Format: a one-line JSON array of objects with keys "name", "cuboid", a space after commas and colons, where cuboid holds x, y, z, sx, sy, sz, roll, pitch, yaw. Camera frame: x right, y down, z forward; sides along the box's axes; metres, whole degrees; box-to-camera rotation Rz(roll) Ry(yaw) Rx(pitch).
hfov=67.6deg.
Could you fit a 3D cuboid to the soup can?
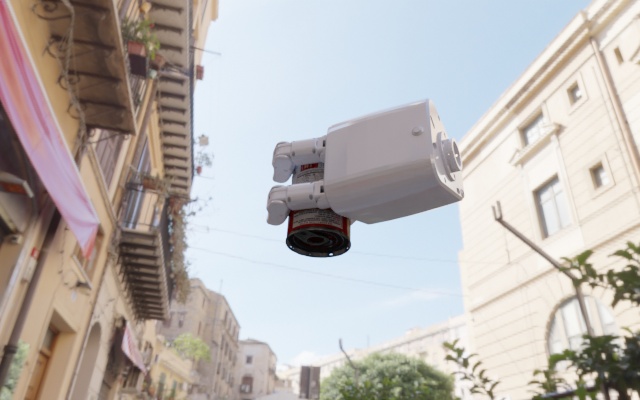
[{"name": "soup can", "cuboid": [0.000, 0.002, 0.514, 0.068, 0.102, 0.068, 2, -30, 1]}]
